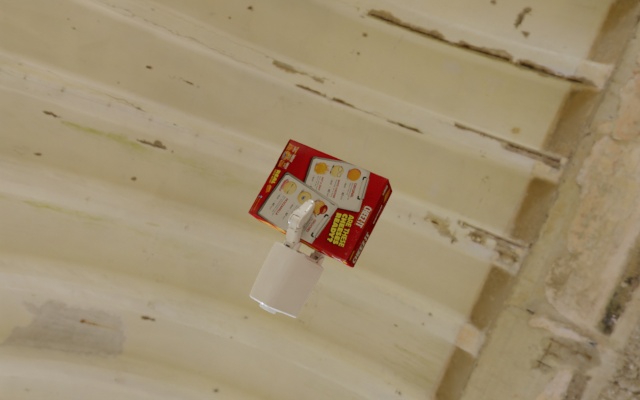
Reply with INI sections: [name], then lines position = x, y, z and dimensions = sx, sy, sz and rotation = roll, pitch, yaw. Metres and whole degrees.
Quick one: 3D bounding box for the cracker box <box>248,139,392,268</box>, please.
[cracker box]
position = 0.000, 0.003, 0.878
dimensions = 0.213, 0.164, 0.072
rotation = 25, -10, 23
